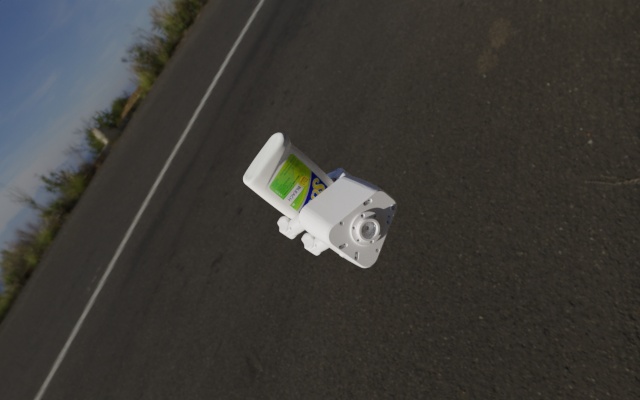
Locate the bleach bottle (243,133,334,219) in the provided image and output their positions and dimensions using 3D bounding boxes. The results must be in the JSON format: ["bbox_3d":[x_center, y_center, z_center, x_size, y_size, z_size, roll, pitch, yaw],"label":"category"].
[{"bbox_3d":[0.000,0.003,0.789,0.251,0.102,0.068,37,-4,-24],"label":"bleach bottle"}]
